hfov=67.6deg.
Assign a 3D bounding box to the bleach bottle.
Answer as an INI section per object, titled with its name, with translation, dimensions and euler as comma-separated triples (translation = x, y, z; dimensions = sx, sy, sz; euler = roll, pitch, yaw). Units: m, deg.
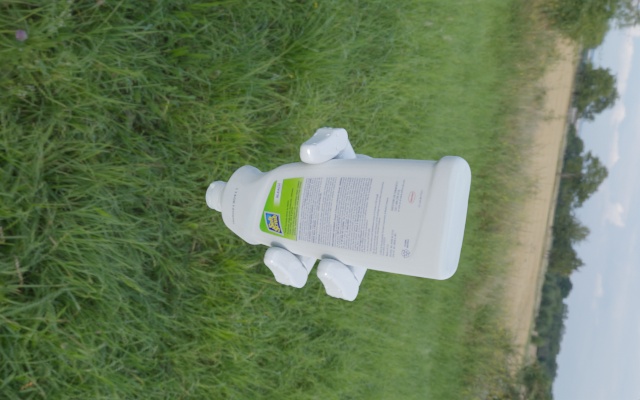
[bleach bottle]
translation = 0.000, 0.002, 0.439
dimensions = 0.251, 0.102, 0.068
euler = 8, -1, 29
